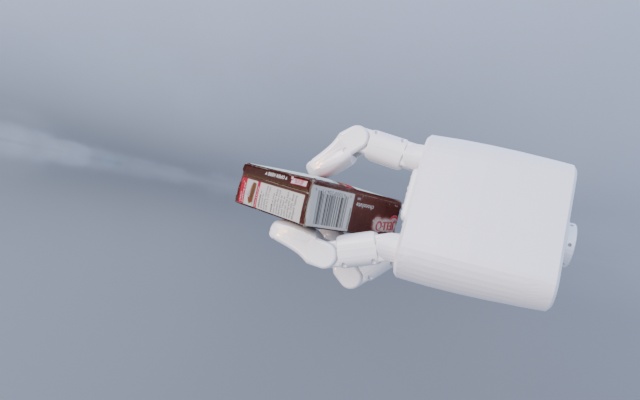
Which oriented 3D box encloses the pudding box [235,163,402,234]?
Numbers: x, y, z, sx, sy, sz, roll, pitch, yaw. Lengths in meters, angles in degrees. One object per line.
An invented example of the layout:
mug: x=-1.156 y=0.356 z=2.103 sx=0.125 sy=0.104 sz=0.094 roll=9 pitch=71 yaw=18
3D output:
pudding box: x=0.000 y=0.001 z=0.406 sx=0.113 sy=0.039 sz=0.090 roll=14 pitch=1 yaw=-45
